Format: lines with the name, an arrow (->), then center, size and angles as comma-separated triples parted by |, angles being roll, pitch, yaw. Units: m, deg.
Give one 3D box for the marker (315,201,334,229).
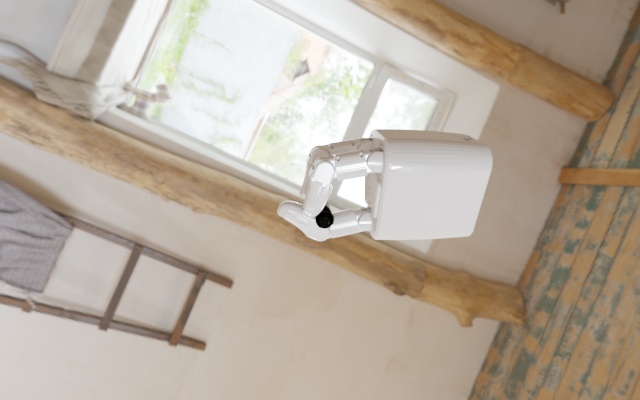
marker -> 0.000, 0.002, 0.523 | 0.020, 0.020, 0.121 | 0, 18, -5
